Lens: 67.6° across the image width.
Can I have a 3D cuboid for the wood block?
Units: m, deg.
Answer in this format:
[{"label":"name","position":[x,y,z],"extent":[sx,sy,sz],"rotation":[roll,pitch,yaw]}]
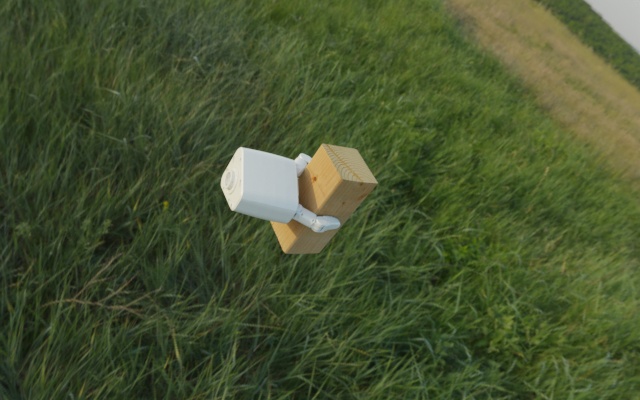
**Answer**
[{"label":"wood block","position":[0.000,0.003,0.899],"extent":[0.090,0.090,0.206],"rotation":[4,-44,-40]}]
